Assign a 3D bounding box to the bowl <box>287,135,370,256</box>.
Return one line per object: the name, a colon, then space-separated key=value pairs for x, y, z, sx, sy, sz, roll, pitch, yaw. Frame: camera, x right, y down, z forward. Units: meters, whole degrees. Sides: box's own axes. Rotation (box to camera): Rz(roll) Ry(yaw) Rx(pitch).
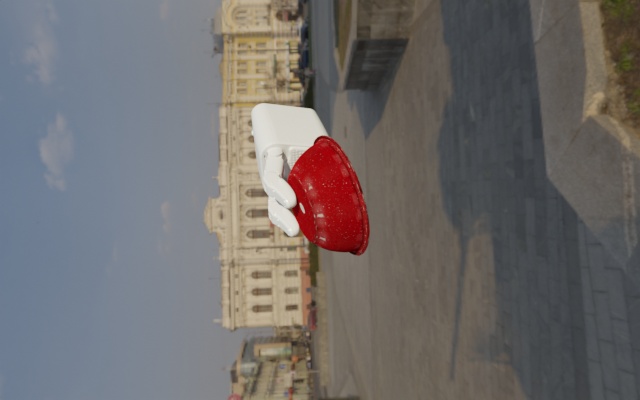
bowl: x=0.000 y=0.003 z=0.606 sx=0.055 sy=0.162 sz=0.162 roll=-19 pitch=6 yaw=-18
